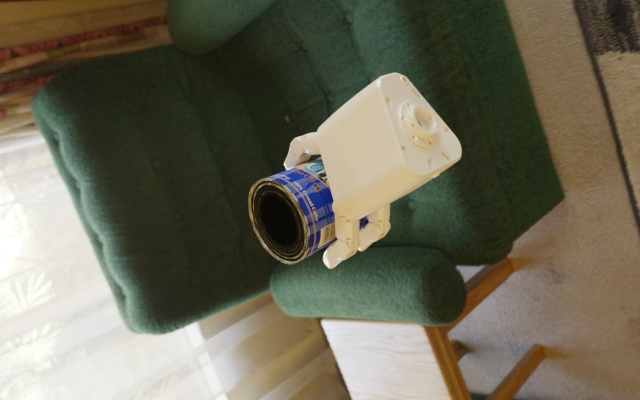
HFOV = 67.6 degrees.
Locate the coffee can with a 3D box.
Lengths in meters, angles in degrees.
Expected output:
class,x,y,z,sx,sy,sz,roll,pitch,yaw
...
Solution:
class,x,y,z,sx,sy,sz,roll,pitch,yaw
coffee can,0.000,0.002,0.575,0.140,0.103,0.103,-25,16,-39
